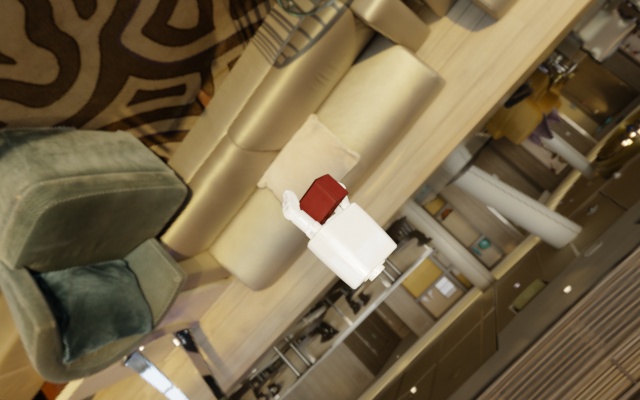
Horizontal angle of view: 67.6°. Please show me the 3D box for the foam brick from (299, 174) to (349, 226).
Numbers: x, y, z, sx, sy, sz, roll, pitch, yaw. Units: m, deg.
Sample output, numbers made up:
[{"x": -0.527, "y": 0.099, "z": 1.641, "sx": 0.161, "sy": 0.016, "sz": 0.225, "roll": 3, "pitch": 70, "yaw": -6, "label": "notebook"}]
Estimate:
[{"x": 0.000, "y": 0.002, "z": 0.803, "sx": 0.051, "sy": 0.078, "sz": 0.053, "roll": 43, "pitch": 31, "yaw": 10, "label": "foam brick"}]
